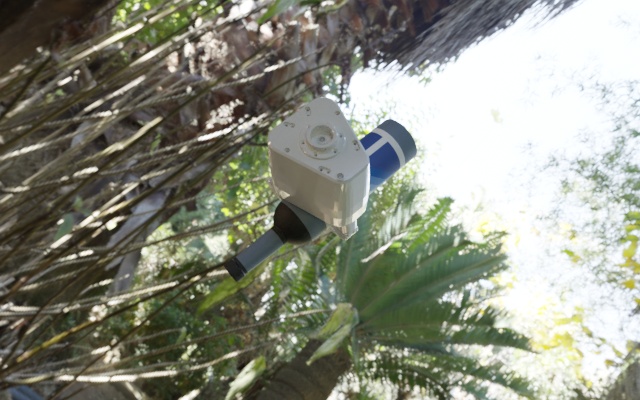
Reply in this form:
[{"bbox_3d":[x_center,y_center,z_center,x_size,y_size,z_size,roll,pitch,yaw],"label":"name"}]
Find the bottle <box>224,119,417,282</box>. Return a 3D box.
[{"bbox_3d":[0.000,0.002,0.625,0.295,0.069,0.069,-39,12,-16],"label":"bottle"}]
